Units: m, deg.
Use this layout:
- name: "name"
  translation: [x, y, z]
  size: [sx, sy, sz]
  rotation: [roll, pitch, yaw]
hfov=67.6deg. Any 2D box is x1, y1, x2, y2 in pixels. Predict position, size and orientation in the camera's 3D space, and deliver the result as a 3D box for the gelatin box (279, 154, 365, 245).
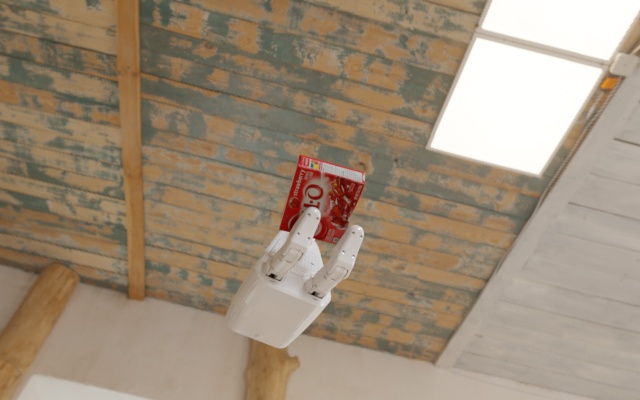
- name: "gelatin box"
  translation: [0.000, 0.001, 0.519]
  size: [0.073, 0.089, 0.030]
  rotation: [15, 33, -6]
